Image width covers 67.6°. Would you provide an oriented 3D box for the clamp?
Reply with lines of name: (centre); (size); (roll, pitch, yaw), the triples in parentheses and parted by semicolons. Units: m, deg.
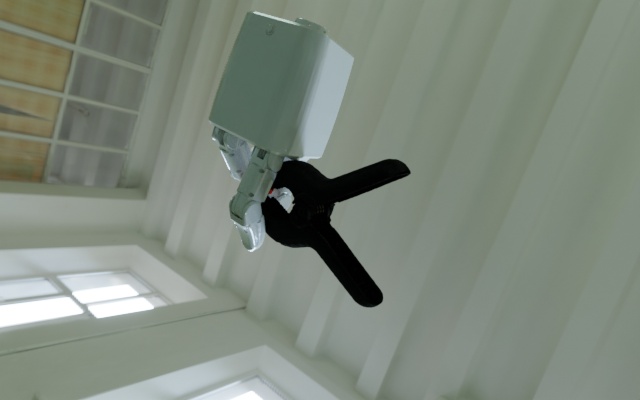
clamp: (0.000, 0.001, 0.414); (0.171, 0.120, 0.039); (28, 14, 32)
